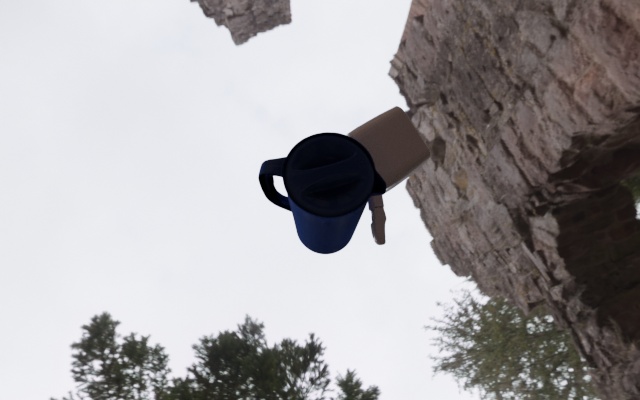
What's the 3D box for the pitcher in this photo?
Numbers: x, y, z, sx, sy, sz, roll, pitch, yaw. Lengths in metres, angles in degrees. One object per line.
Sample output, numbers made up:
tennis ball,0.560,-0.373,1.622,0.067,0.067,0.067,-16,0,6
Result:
pitcher,0.000,0.002,0.775,0.145,0.149,0.243,-33,-18,-14
